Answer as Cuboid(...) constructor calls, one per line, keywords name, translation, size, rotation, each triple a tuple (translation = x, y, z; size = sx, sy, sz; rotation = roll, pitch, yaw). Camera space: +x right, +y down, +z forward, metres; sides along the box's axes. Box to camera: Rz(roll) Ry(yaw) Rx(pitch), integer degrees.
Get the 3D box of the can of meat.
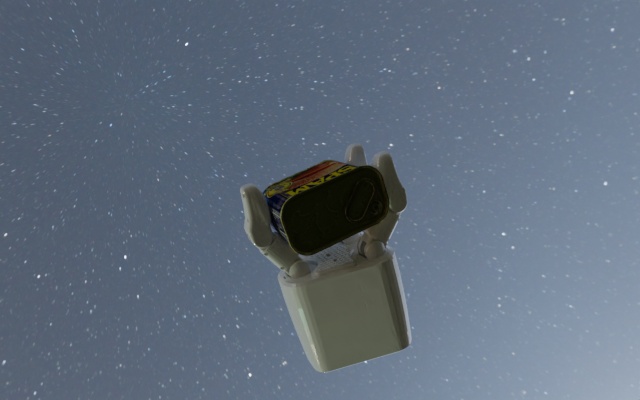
Cuboid(name="can of meat", translation=(0.000, 0.001, 0.457), size=(0.102, 0.057, 0.084), rotation=(-24, 18, -16))
